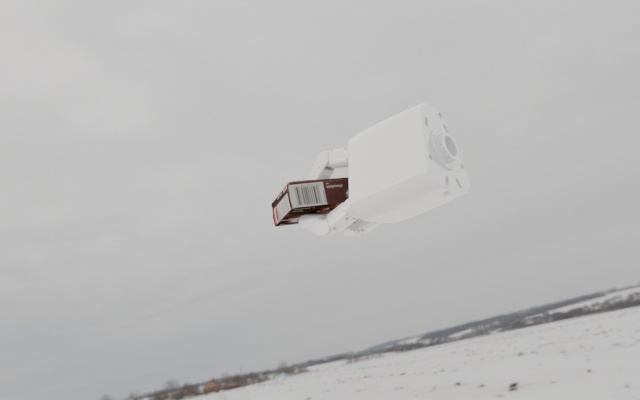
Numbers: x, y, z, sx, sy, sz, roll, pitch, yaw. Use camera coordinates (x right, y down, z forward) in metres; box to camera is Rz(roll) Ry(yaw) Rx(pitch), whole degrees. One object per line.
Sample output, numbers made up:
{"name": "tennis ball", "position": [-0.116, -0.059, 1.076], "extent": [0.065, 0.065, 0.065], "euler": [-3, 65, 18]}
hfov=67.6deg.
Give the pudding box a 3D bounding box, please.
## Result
{"name": "pudding box", "position": [0.000, 0.002, 0.635], "extent": [0.113, 0.039, 0.090], "euler": [-4, -17, -20]}
